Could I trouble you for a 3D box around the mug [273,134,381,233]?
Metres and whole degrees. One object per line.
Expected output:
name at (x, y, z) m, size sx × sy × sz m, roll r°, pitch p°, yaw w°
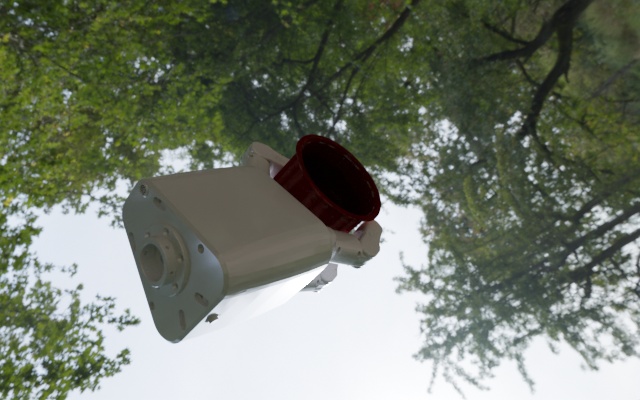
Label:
mug at (0.001, 0.001, 0.437) m, size 0.081 × 0.093 × 0.117 m, roll -44°, pitch -20°, yaw 32°
